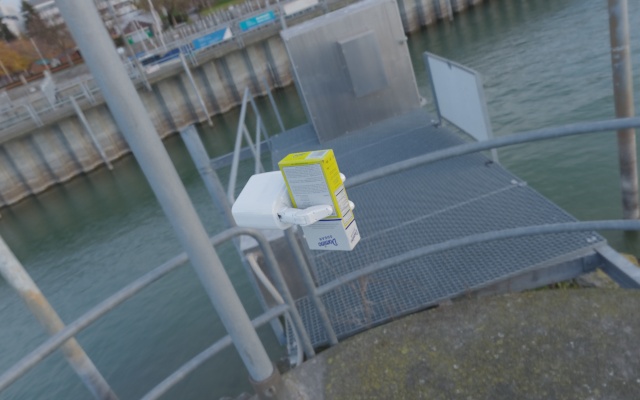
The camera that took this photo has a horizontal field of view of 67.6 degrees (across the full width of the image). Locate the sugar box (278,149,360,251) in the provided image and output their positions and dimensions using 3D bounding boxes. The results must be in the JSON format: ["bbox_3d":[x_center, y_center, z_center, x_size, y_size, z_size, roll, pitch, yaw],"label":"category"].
[{"bbox_3d":[0.000,0.002,0.829,0.093,0.176,0.048,-2,31,34],"label":"sugar box"}]
